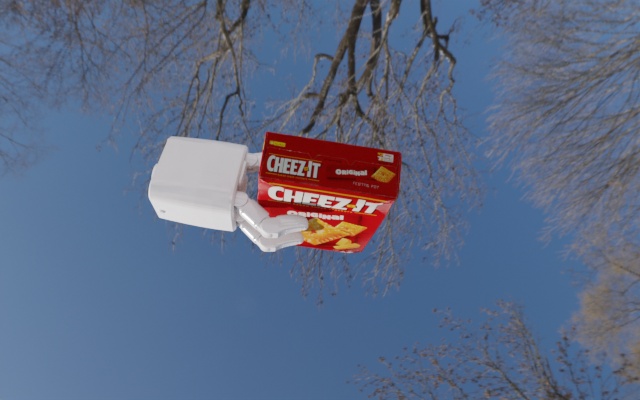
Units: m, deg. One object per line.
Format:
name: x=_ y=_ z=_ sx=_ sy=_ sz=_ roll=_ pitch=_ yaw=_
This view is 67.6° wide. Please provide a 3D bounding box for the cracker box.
cracker box: x=0.000 y=0.002 z=0.642 sx=0.164 sy=0.072 sz=0.214 roll=8 pitch=-24 yaw=-4
